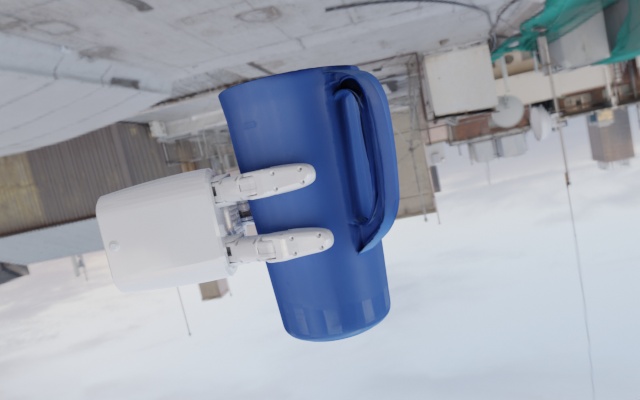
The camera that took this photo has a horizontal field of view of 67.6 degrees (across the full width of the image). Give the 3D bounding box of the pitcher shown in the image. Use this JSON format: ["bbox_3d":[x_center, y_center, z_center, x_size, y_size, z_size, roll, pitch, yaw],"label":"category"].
[{"bbox_3d":[0.000,0.001,0.448,0.145,0.243,0.149,-12,6,4],"label":"pitcher"}]
